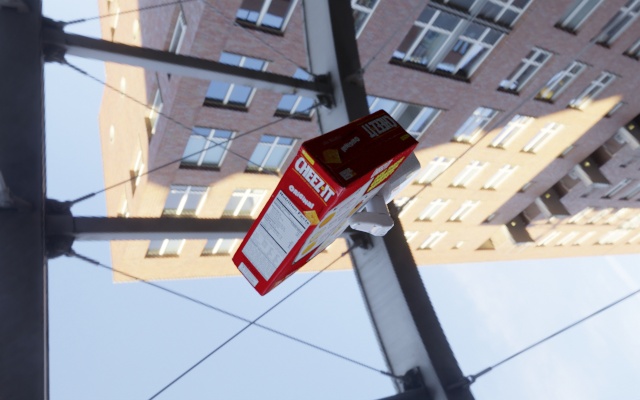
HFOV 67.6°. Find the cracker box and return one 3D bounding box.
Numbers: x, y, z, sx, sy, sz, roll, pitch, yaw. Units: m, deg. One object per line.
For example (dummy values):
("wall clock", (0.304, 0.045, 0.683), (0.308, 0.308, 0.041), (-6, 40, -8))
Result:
("cracker box", (0.000, 0.002, 0.575), (0.164, 0.072, 0.214), (-32, -17, -47))
